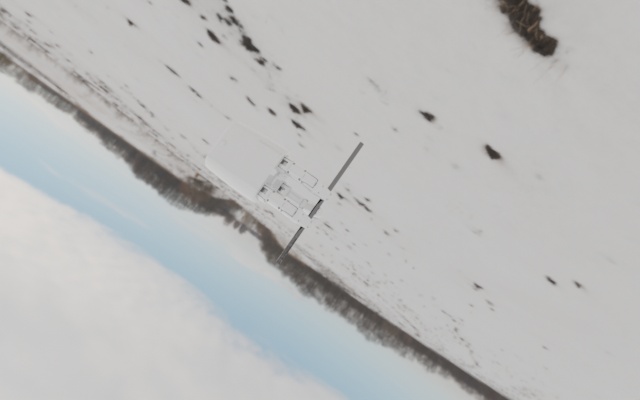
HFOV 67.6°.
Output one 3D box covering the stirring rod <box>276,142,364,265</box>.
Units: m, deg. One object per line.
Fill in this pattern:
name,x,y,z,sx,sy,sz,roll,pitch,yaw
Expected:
stirring rod,0.000,0.002,0.776,0.011,0.239,0.011,34,-8,5
